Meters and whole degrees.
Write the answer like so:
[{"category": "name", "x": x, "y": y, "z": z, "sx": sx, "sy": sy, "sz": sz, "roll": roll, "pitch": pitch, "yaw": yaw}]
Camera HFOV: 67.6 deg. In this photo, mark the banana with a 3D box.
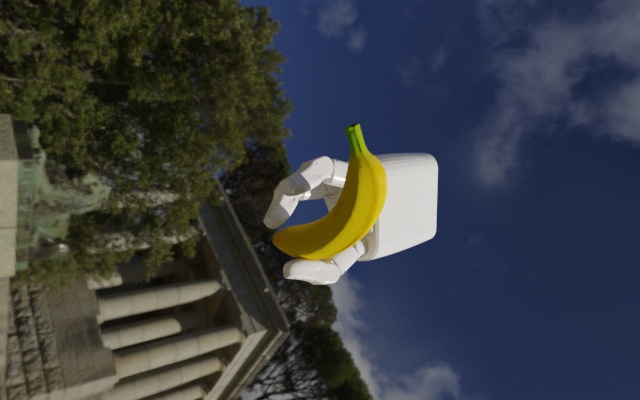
[{"category": "banana", "x": 0.010, "y": 0.015, "z": 0.441, "sx": 0.037, "sy": 0.069, "sz": 0.198, "roll": -15, "pitch": -24, "yaw": -36}]
